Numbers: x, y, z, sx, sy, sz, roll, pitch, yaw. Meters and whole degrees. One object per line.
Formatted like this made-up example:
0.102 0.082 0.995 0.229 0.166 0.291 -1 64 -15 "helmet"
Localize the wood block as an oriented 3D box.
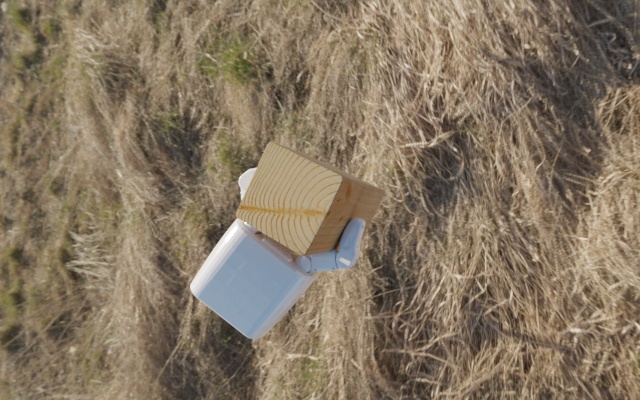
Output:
0.000 0.002 0.574 0.091 0.090 0.206 28 7 18 "wood block"
